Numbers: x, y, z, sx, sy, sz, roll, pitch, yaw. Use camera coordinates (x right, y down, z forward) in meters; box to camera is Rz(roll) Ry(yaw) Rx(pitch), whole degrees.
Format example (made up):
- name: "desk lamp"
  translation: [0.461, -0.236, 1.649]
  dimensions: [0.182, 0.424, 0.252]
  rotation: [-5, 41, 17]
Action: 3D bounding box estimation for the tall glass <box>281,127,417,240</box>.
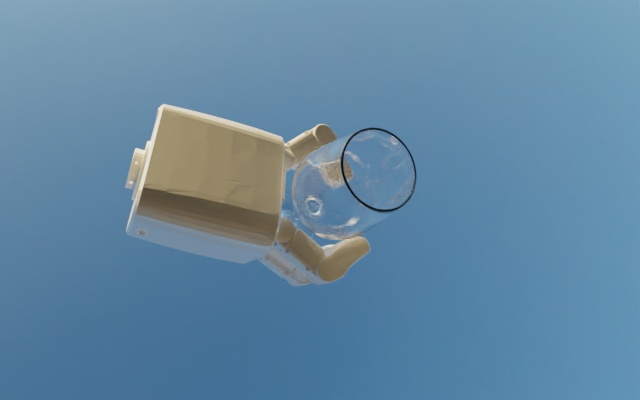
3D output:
- name: "tall glass"
  translation: [0.000, 0.002, 0.418]
  dimensions: [0.079, 0.079, 0.201]
  rotation: [0, -14, -26]
